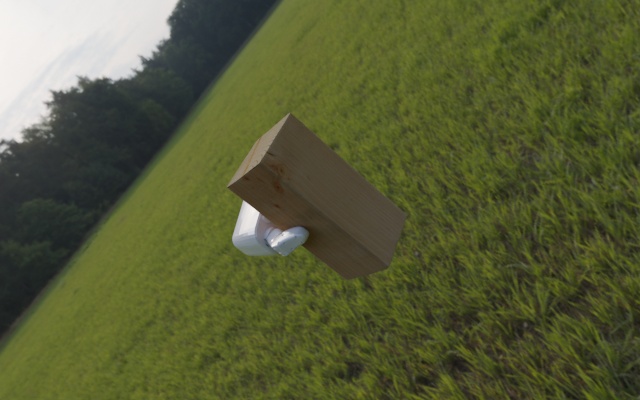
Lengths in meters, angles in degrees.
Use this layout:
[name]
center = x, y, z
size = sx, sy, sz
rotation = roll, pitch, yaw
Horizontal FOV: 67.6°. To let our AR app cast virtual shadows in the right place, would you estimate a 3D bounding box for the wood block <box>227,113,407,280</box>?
[wood block]
center = 0.000, 0.002, 0.608
size = 0.206, 0.090, 0.090
rotation = 39, -36, -19
